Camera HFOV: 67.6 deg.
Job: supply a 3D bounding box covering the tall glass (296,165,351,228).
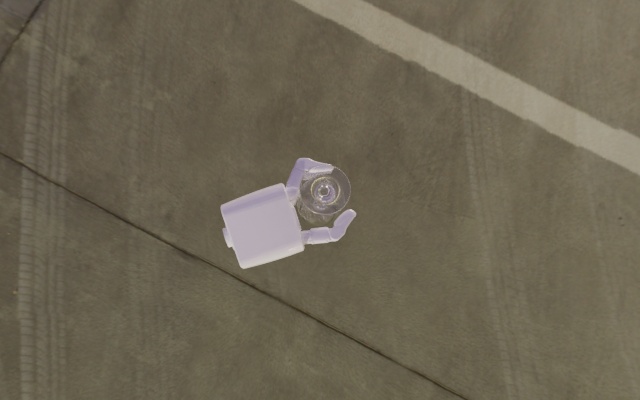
[{"bbox_3d":[0.000,0.002,0.781,0.079,0.079,0.201,0,-11,-3],"label":"tall glass"}]
